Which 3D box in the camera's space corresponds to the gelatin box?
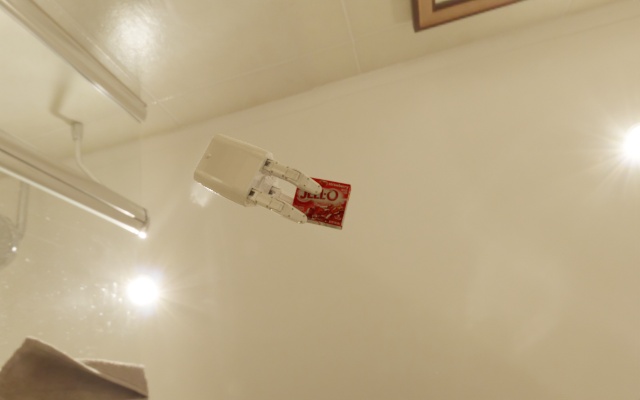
[{"bbox_3d":[0.001,0.003,0.787,0.089,0.073,0.030,12,-14,9],"label":"gelatin box"}]
